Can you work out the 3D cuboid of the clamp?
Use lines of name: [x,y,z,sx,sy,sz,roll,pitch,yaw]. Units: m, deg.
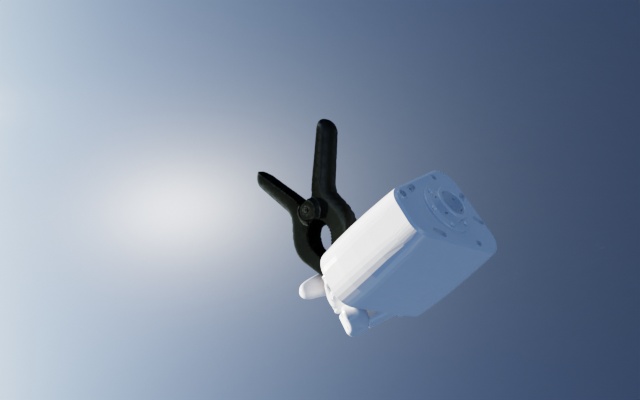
clamp: [0.000,0.002,0.503,0.039,0.171,0.120,-2,-37,-47]
